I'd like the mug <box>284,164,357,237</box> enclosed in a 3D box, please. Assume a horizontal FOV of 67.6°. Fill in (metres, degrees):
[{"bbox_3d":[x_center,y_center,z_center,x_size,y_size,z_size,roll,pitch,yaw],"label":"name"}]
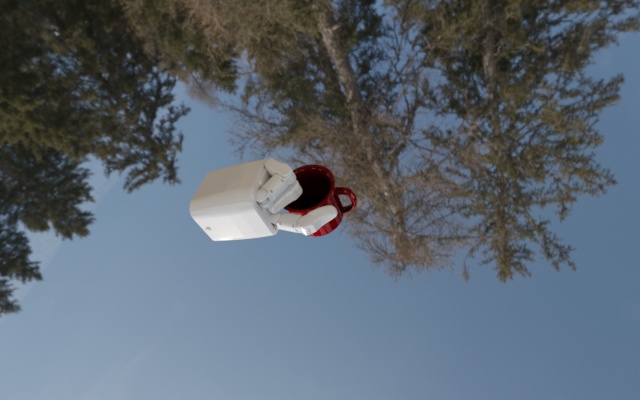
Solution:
[{"bbox_3d":[0.002,0.002,0.754,0.117,0.093,0.082,-7,-38,16],"label":"mug"}]
